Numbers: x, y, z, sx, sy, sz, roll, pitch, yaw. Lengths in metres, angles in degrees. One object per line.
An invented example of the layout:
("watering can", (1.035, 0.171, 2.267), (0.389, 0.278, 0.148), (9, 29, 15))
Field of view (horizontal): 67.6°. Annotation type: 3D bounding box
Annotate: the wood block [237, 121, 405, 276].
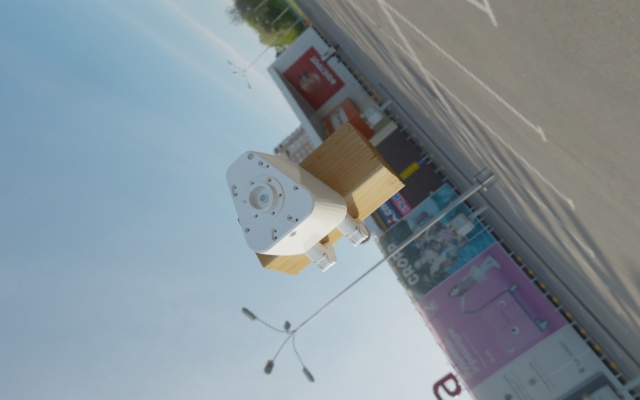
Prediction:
("wood block", (0.000, 0.002, 0.661), (0.206, 0.090, 0.090), (-40, -29, 13))
